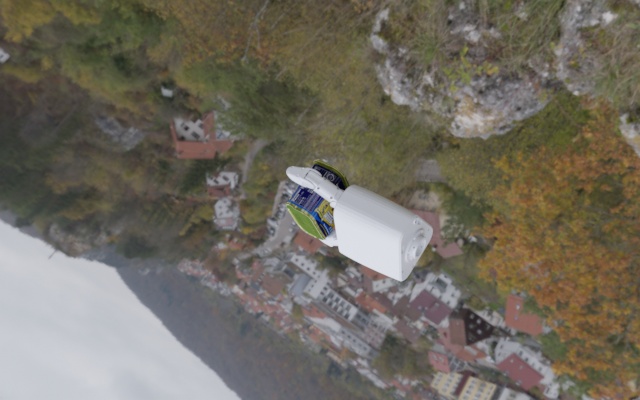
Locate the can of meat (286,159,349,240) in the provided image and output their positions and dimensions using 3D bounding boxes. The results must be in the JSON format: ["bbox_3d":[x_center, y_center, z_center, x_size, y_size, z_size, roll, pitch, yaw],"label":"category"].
[{"bbox_3d":[0.000,0.003,0.719,0.057,0.084,0.102,26,-18,28],"label":"can of meat"}]
